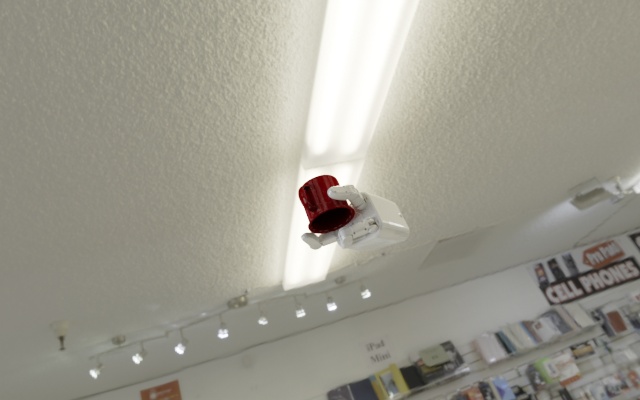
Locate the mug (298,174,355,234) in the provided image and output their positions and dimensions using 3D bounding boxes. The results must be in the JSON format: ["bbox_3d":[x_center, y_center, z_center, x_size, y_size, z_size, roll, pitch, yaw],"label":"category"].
[{"bbox_3d":[-0.001,0.003,0.898,0.093,0.081,0.117,-40,-34,29],"label":"mug"}]
